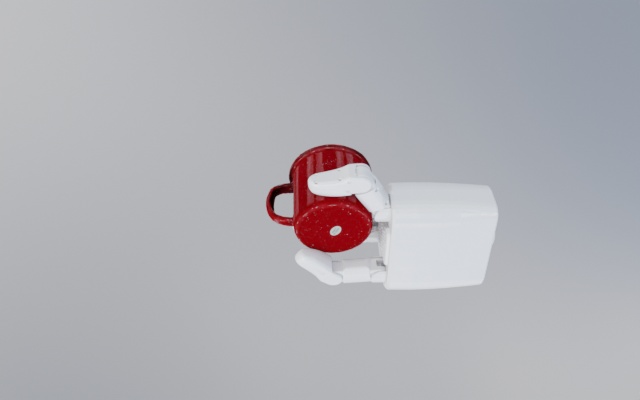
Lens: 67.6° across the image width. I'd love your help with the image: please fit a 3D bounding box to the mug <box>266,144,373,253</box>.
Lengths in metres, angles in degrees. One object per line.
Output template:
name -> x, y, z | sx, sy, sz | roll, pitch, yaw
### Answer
mug -> -0.001, 0.002, 0.509 | 0.117, 0.081, 0.093 | -2, -44, 0
